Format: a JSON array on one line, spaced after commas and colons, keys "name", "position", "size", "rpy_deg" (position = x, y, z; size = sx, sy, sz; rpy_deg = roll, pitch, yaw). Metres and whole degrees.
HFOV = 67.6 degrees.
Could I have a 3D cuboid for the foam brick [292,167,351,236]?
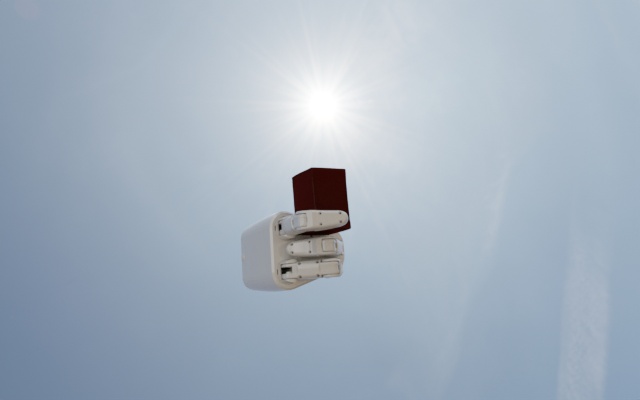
[{"name": "foam brick", "position": [0.000, 0.002, 0.599], "size": [0.053, 0.078, 0.051], "rpy_deg": [3, -13, -32]}]
